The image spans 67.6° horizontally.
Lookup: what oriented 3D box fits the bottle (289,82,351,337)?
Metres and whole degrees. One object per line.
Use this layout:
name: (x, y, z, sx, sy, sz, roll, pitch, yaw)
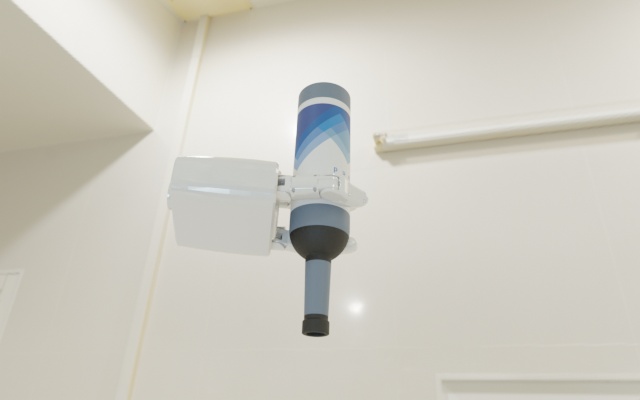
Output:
bottle: (0.000, 0.002, 0.538, 0.069, 0.295, 0.069, 2, -28, 1)
